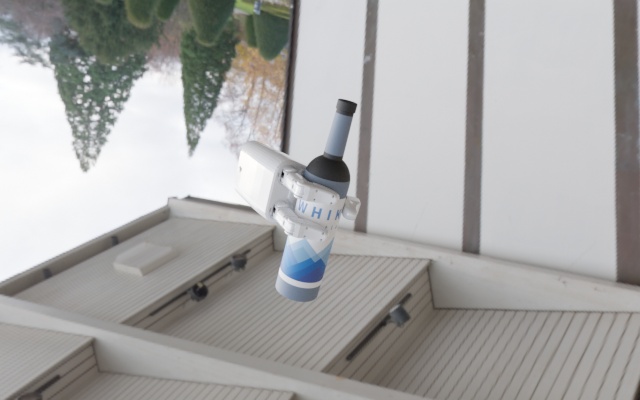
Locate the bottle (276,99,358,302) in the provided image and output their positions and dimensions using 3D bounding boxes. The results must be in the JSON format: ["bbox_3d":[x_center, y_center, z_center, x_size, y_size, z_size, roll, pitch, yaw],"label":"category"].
[{"bbox_3d":[0.000,0.003,0.684,0.069,0.296,0.069,14,19,-5],"label":"bottle"}]
